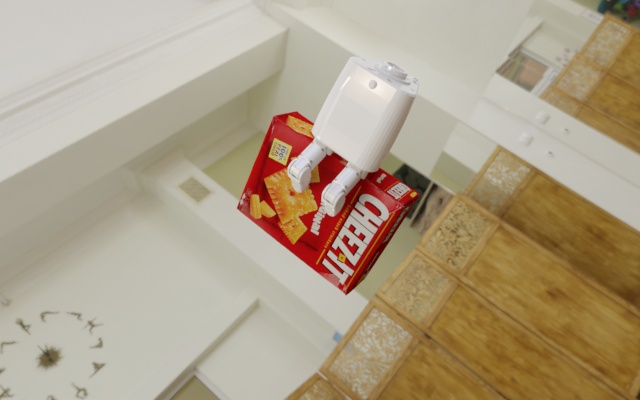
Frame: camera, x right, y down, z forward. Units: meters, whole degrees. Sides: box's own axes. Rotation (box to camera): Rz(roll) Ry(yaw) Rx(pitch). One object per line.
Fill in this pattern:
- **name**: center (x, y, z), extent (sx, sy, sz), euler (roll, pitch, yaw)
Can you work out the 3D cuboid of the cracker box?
- **cracker box**: center (0.000, 0.002, 0.666), extent (0.213, 0.164, 0.072), euler (37, 30, 16)
